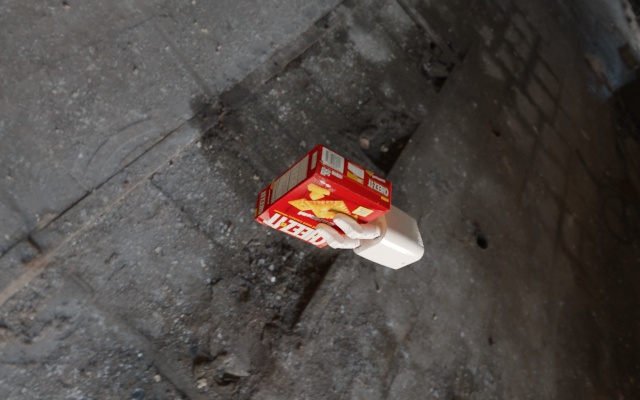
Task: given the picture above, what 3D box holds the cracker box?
[{"bbox_3d":[0.000,0.003,0.888,0.164,0.072,0.214,26,-37,-26],"label":"cracker box"}]
